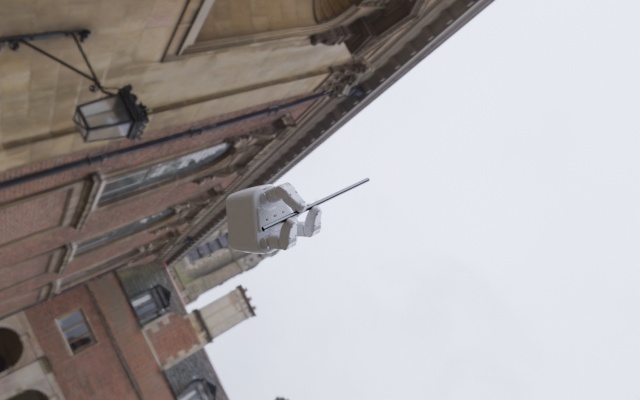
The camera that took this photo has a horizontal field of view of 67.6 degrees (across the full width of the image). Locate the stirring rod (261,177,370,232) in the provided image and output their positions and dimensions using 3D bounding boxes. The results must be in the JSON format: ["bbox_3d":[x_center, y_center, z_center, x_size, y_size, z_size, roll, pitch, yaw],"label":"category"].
[{"bbox_3d":[0.000,0.003,0.784,0.239,0.011,0.011,-25,16,-38],"label":"stirring rod"}]
